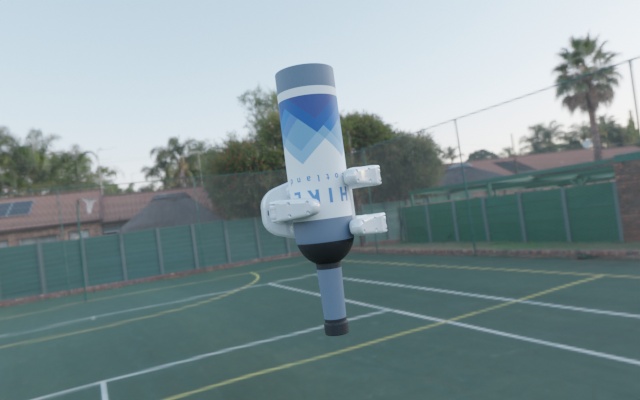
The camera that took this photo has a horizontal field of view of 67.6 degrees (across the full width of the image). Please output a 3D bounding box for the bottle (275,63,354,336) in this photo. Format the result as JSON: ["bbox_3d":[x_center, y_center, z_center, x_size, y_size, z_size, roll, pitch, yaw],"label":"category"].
[{"bbox_3d":[0.000,0.001,0.535,0.069,0.295,0.069,-7,-1,0],"label":"bottle"}]
